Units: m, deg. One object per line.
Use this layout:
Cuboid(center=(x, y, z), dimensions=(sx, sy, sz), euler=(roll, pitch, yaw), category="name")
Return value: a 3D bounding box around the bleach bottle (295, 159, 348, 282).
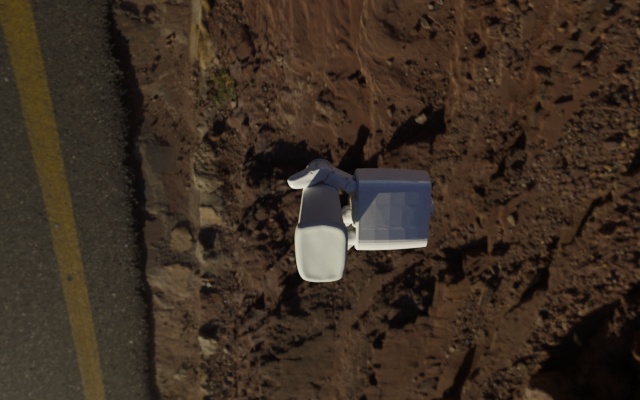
Cuboid(center=(0.000, 0.002, 0.711), dimensions=(0.068, 0.103, 0.250), euler=(-1, 33, 0), category="bleach bottle")
